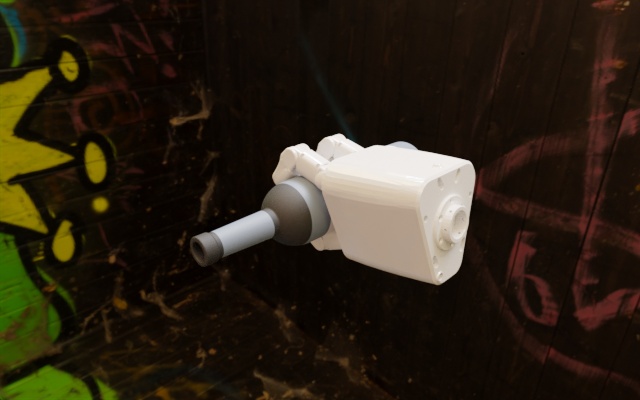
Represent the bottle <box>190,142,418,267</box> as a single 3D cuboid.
[{"bbox_3d":[0.000,0.002,0.501,0.295,0.069,0.069,-22,15,-40],"label":"bottle"}]
